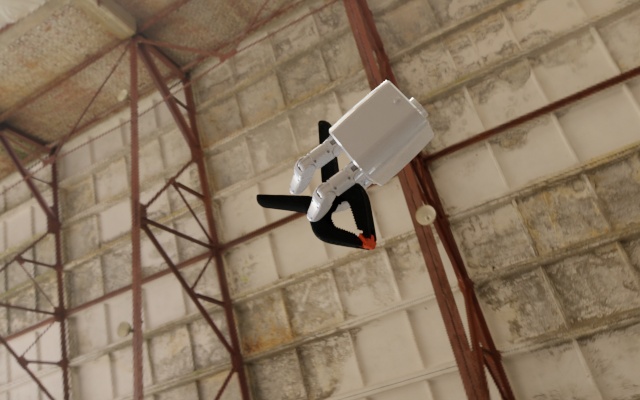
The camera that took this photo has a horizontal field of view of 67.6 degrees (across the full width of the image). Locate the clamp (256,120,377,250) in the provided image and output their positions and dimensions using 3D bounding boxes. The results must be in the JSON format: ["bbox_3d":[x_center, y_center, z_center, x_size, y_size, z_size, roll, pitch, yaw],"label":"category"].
[{"bbox_3d":[0.001,0.003,0.684,0.164,0.210,0.036,-44,-34,13],"label":"clamp"}]
